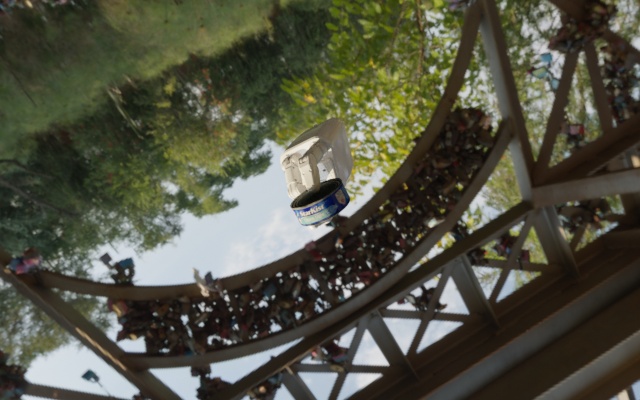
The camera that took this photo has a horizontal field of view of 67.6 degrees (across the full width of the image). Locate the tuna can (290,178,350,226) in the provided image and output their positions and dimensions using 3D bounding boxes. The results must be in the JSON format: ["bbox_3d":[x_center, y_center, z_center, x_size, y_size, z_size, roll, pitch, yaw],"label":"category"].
[{"bbox_3d":[0.000,0.003,0.708,0.086,0.034,0.086,-26,16,8],"label":"tuna can"}]
